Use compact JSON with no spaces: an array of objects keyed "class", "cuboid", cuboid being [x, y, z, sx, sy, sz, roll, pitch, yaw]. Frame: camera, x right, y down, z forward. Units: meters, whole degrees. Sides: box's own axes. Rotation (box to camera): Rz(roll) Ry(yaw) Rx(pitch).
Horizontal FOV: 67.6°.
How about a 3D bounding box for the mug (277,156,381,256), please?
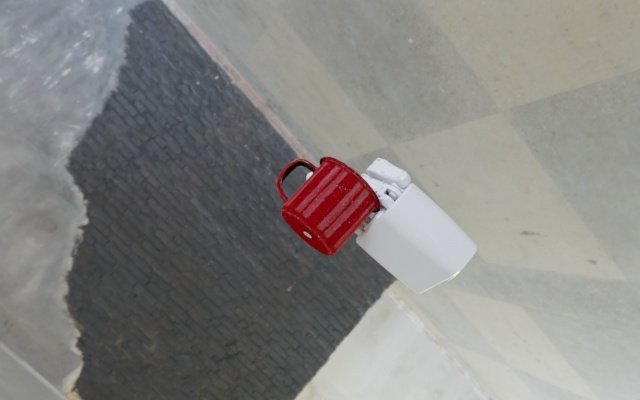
[{"class":"mug","cuboid":[-0.001,0.001,0.555,0.117,0.081,0.093,42,-15,3]}]
